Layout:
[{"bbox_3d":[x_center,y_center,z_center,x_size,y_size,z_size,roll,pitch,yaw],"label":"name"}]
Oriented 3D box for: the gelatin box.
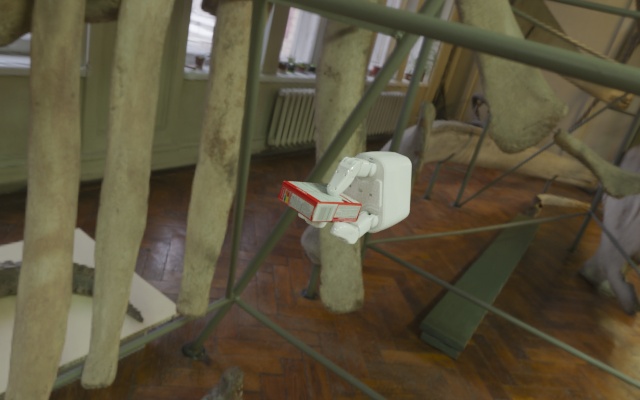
[{"bbox_3d":[0.000,0.002,0.638,0.089,0.030,0.073,3,22,-46],"label":"gelatin box"}]
